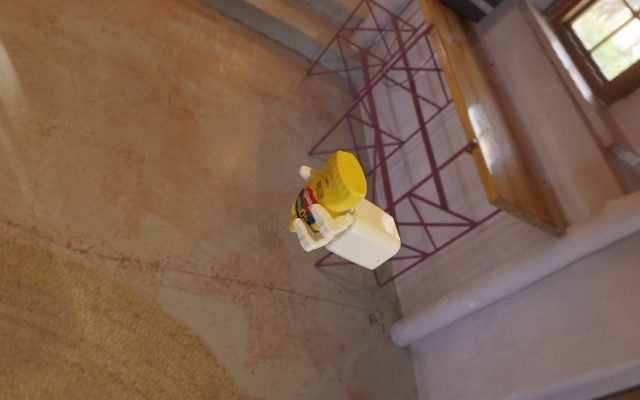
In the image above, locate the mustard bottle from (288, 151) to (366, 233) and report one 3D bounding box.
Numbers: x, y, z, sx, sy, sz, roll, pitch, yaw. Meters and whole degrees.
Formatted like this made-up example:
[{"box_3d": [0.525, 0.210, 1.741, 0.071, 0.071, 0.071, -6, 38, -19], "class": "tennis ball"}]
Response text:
[{"box_3d": [0.000, 0.003, 0.856, 0.058, 0.096, 0.192, 9, -38, -37], "class": "mustard bottle"}]
